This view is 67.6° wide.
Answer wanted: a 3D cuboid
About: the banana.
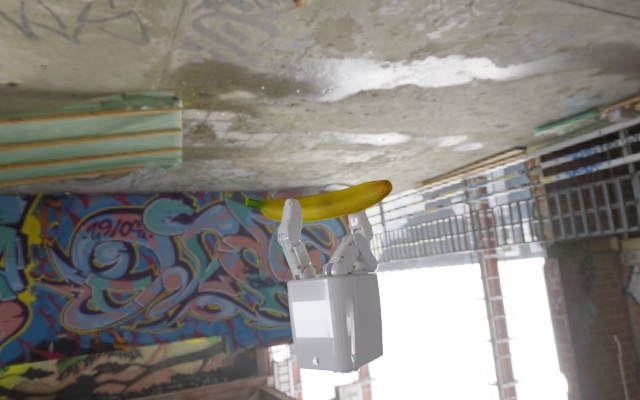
[{"bbox_3d":[0.003,0.005,0.626,0.198,0.037,0.069,-9,-10,19],"label":"banana"}]
